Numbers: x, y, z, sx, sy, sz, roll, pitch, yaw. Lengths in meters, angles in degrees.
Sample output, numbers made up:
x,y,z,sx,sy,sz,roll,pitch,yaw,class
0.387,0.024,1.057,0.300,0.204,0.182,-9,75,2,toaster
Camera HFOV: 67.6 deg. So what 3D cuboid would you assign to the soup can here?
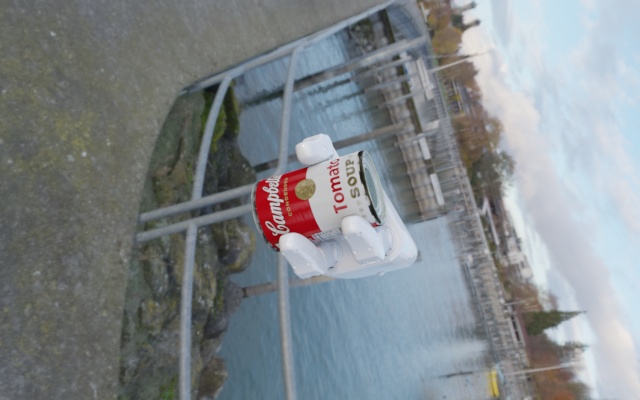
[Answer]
x,y,z,sx,sy,sz,roll,pitch,yaw,class
0.000,0.001,0.421,0.102,0.068,0.068,-15,-5,17,soup can
